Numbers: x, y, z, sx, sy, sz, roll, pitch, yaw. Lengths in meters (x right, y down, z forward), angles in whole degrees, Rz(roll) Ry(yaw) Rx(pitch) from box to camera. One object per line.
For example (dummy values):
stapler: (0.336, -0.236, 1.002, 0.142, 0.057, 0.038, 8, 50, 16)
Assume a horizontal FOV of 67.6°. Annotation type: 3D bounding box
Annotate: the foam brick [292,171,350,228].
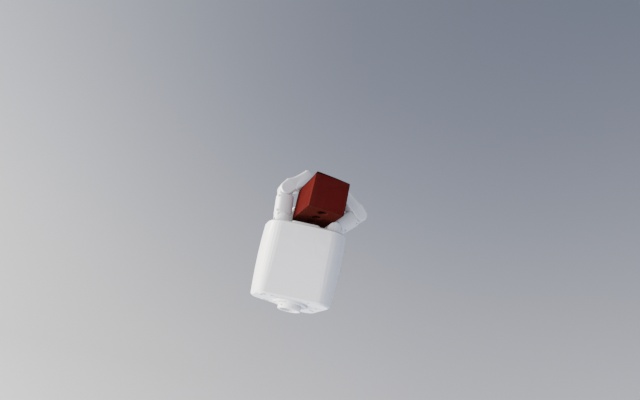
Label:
foam brick: (0.000, 0.002, 0.679, 0.053, 0.051, 0.078, 19, -24, -15)
